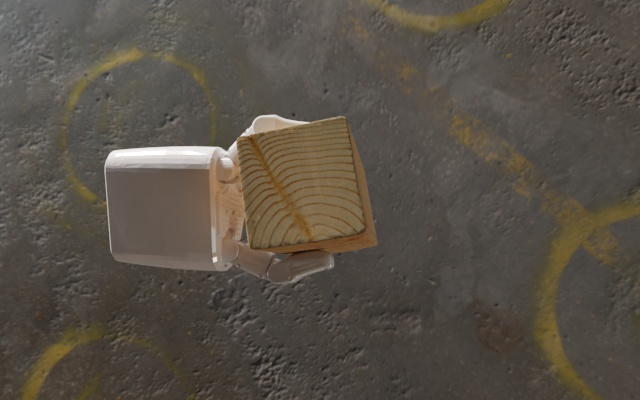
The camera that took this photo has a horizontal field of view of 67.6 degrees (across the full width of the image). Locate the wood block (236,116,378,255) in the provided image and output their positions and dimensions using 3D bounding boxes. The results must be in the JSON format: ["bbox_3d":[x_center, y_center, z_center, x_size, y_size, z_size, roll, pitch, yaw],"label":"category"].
[{"bbox_3d":[0.000,0.002,0.453,0.090,0.091,0.206,-10,-9,8],"label":"wood block"}]
